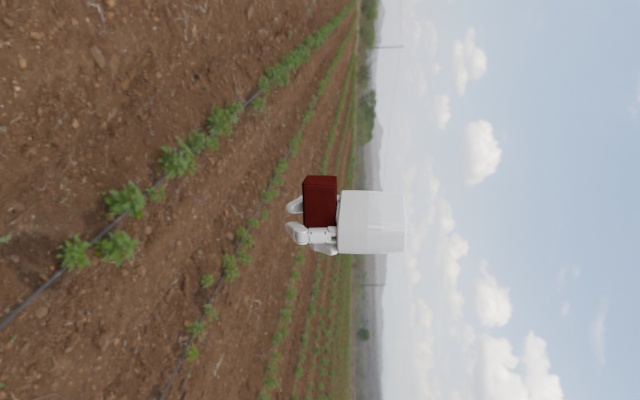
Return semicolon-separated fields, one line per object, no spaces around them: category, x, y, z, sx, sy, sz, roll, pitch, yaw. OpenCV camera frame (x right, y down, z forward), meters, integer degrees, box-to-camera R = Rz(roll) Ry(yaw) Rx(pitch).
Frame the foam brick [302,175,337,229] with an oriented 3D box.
foam brick;0.000;0.002;0.766;0.051;0.078;0.053;1;21;7
